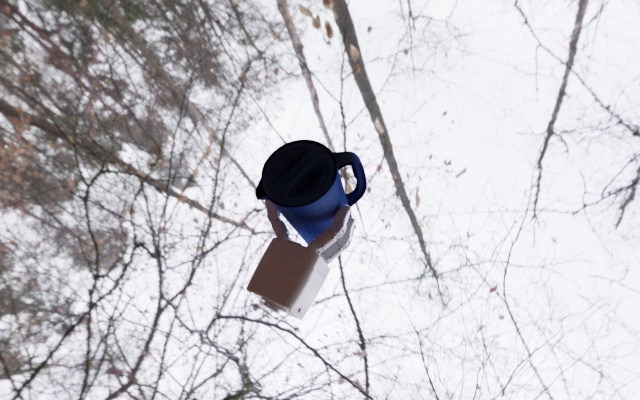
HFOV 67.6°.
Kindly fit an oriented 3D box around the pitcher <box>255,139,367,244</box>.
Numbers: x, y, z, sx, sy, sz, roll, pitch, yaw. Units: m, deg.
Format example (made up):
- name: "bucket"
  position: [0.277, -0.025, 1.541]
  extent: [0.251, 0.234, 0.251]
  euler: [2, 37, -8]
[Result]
- name: "pitcher"
  position: [0.000, 0.003, 0.885]
  extent: [0.149, 0.145, 0.243]
  euler: [18, -21, 24]
